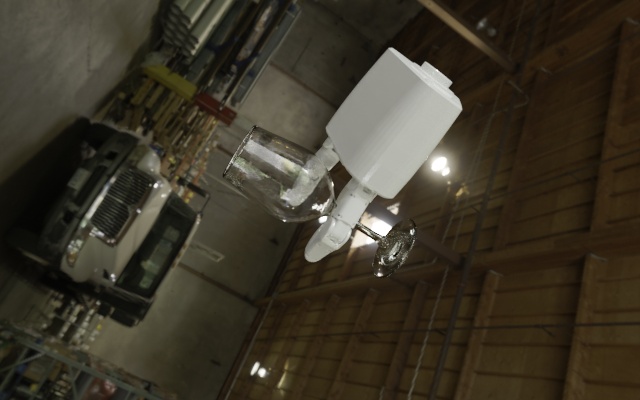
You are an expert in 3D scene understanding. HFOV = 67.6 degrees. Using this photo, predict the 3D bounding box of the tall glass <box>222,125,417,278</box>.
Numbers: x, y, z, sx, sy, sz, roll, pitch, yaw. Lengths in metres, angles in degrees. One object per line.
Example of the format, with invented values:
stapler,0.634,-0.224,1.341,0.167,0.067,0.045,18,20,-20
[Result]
tall glass,0.001,0.002,0.500,0.201,0.079,0.079,32,-9,-15
